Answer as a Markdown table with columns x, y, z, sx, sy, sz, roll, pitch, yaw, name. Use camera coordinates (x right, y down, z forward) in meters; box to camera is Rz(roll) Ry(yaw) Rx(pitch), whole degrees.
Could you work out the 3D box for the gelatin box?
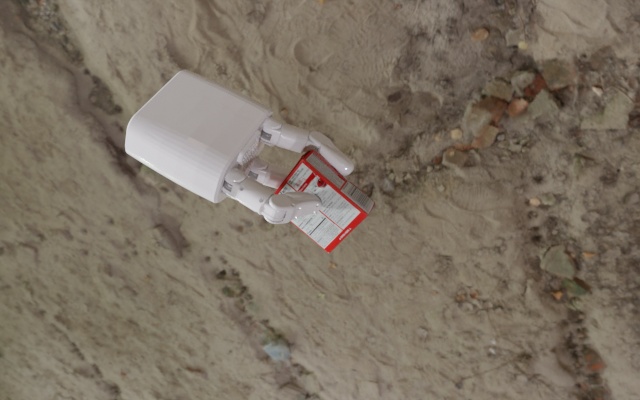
| x | y | z | sx | sy | sz | roll | pitch | yaw | name |
| --- | --- | --- | --- | --- | --- | --- | --- | --- | --- |
| 0.000 | 0.002 | 0.500 | 0.073 | 0.089 | 0.030 | -49 | 2 | 37 | gelatin box |
